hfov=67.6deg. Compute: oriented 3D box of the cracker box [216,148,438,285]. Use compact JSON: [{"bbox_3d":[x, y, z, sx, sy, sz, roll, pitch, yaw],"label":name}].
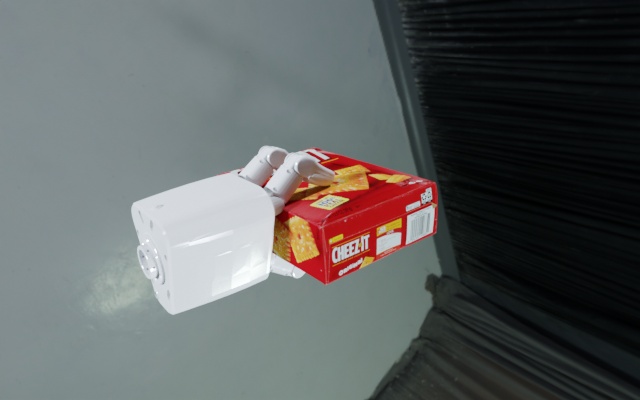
[{"bbox_3d":[0.000,0.002,0.553,0.164,0.072,0.213,-19,27,-34],"label":"cracker box"}]
